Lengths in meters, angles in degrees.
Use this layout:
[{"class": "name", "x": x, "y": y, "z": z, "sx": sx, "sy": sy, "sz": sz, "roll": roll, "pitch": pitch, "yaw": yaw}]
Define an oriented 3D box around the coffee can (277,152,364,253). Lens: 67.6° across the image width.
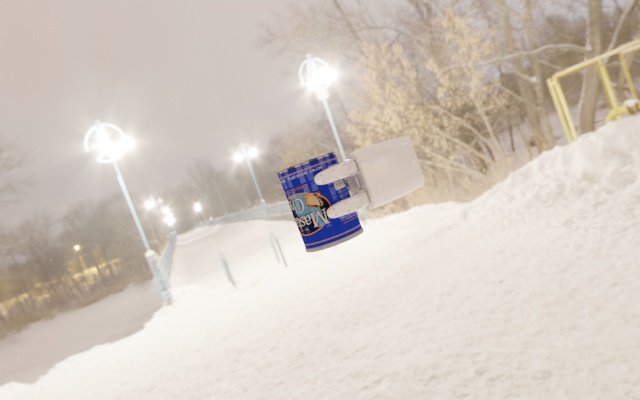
[{"class": "coffee can", "x": 0.000, "y": 0.003, "z": 0.789, "sx": 0.103, "sy": 0.140, "sz": 0.103, "roll": -20, "pitch": 3, "yaw": 1}]
